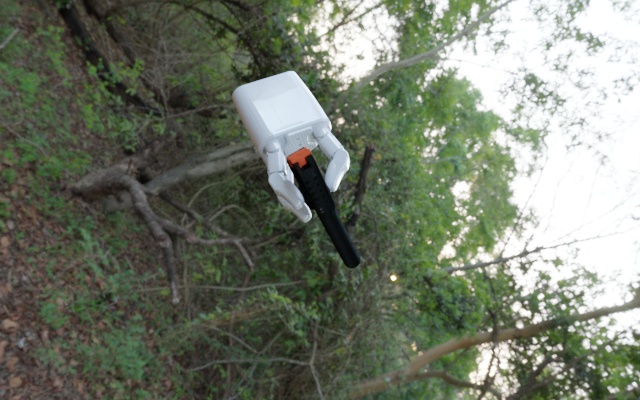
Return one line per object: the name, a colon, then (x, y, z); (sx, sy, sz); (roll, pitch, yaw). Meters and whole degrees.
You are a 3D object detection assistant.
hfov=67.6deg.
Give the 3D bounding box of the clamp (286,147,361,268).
clamp: (0.001, 0.001, 0.643); (0.036, 0.164, 0.210); (-32, -23, -5)
